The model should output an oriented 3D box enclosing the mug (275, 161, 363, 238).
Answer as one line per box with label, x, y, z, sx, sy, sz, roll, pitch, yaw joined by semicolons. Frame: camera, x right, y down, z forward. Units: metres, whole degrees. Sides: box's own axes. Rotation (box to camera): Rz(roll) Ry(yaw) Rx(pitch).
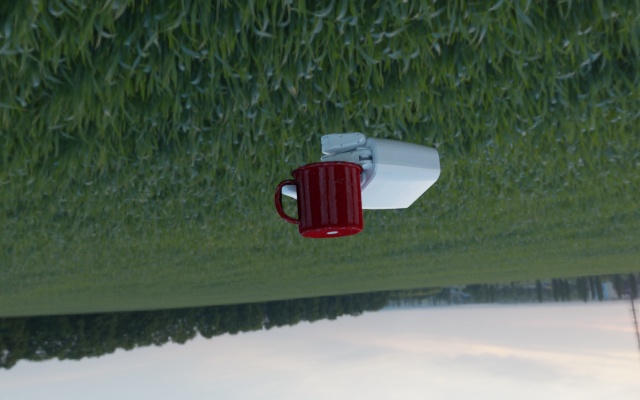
mug;-0.001;0.002;0.599;0.117;0.081;0.093;1;-13;-22
